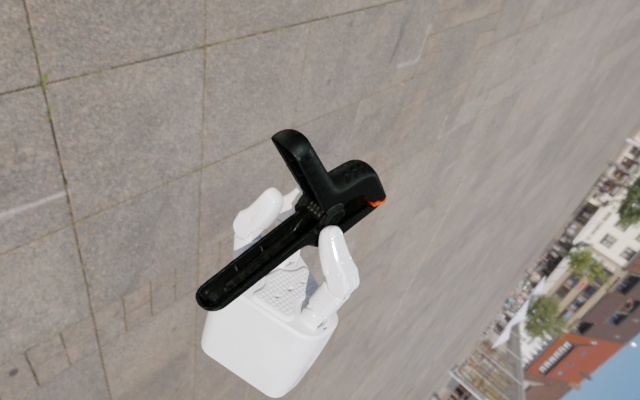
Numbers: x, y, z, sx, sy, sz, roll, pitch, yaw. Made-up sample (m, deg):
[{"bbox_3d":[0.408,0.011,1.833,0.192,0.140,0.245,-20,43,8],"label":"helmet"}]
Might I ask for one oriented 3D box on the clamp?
[{"bbox_3d":[0.001,0.002,0.406,0.036,0.165,0.210,43,37,22],"label":"clamp"}]
